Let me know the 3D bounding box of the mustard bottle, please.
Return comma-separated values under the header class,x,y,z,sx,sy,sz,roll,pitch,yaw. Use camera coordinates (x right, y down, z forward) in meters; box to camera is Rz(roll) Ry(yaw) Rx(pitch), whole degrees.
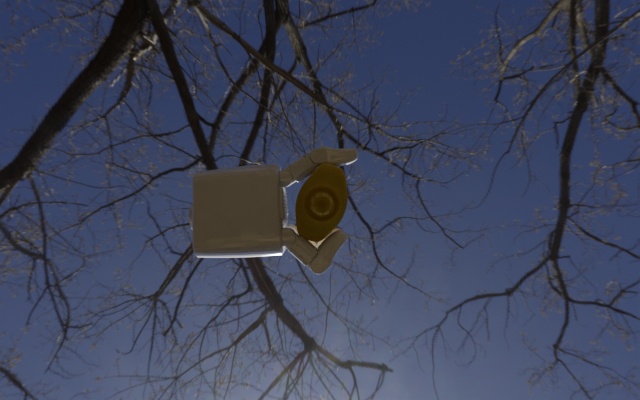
class,x,y,z,sx,sy,sz,roll,pitch,yaw
mustard bottle,0.000,0.002,0.597,0.058,0.096,0.191,21,1,-1
